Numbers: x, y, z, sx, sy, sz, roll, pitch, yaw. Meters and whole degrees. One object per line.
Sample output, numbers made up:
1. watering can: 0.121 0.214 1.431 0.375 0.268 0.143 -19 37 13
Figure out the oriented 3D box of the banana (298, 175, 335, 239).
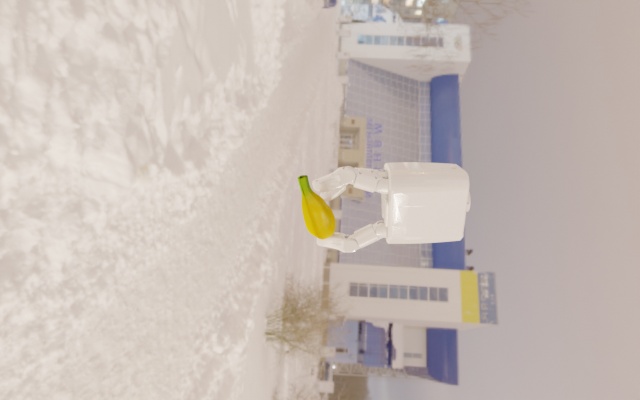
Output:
1. banana: 0.001 0.020 0.651 0.037 0.069 0.198 -5 -11 4
